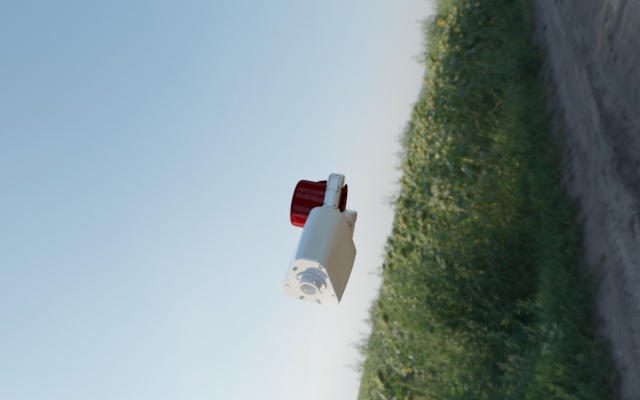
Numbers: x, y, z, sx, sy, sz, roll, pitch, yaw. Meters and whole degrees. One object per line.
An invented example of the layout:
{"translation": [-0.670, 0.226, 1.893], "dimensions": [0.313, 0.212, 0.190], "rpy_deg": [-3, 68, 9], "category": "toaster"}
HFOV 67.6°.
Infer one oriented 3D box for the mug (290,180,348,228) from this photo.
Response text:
{"translation": [0.000, 0.002, 0.813], "dimensions": [0.081, 0.093, 0.117], "rpy_deg": [11, 43, 10], "category": "mug"}
